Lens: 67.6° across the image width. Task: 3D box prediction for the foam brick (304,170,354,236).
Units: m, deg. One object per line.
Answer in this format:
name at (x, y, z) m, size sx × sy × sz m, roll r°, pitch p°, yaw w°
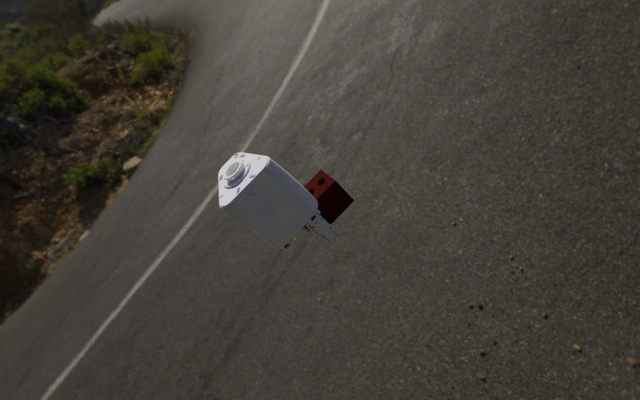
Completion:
foam brick at (0.000, 0.002, 0.723) m, size 0.051 × 0.078 × 0.053 m, roll 45°, pitch -1°, yaw -33°
